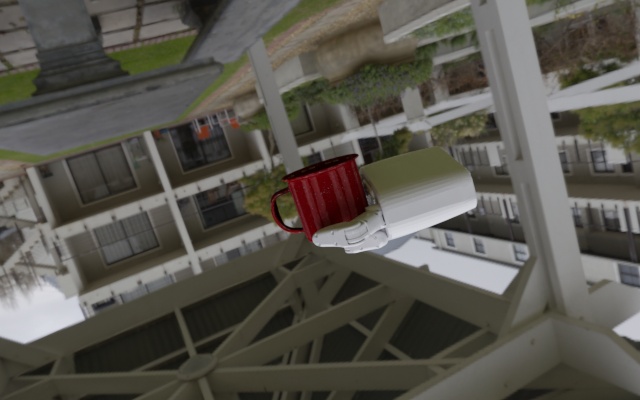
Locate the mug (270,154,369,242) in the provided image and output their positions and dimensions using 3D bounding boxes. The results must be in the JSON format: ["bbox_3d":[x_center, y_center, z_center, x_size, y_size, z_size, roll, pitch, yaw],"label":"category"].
[{"bbox_3d":[-0.001,0.002,0.556,0.117,0.081,0.093,-18,10,0],"label":"mug"}]
